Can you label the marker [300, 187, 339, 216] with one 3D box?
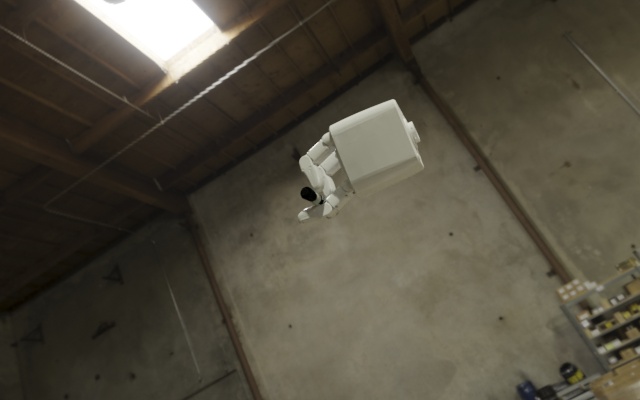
[{"bbox_3d":[0.000,0.002,0.731,0.020,0.020,0.121,0,-14,22],"label":"marker"}]
